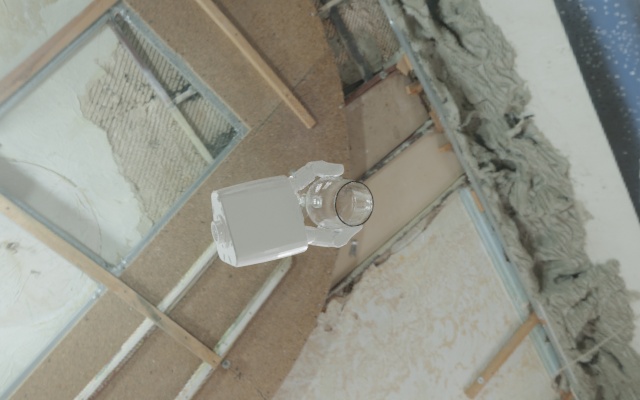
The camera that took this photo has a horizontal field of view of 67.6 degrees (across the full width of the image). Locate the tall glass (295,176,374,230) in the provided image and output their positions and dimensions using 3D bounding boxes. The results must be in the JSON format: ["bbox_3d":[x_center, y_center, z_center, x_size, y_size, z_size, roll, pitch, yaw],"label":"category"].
[{"bbox_3d":[0.000,0.002,0.726,0.079,0.079,0.201,0,1,-28],"label":"tall glass"}]
